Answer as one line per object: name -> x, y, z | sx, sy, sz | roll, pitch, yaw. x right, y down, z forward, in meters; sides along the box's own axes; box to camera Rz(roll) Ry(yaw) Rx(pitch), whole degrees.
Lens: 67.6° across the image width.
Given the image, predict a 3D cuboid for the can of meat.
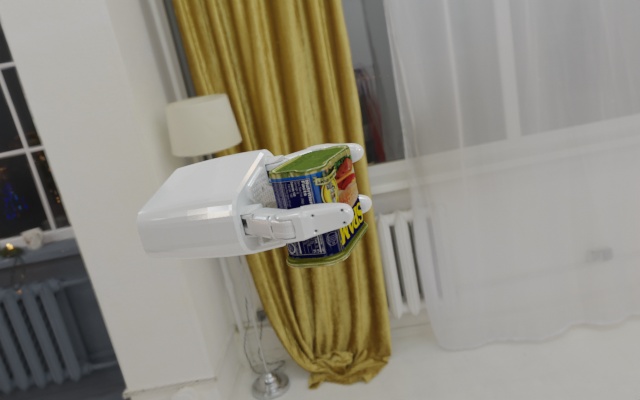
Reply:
can of meat -> 0.000, 0.001, 0.433 | 0.057, 0.084, 0.102 | -6, 15, 23
